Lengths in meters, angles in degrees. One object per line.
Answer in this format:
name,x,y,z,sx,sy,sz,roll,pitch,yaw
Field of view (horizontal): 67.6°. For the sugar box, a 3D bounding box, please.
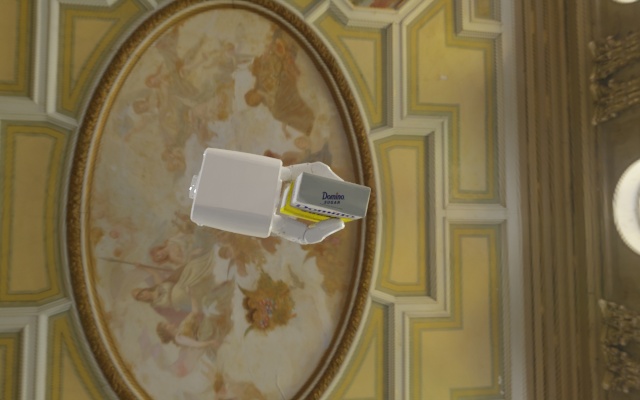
sugar box,0.000,0.003,0.679,0.093,0.048,0.176,13,-6,-9
